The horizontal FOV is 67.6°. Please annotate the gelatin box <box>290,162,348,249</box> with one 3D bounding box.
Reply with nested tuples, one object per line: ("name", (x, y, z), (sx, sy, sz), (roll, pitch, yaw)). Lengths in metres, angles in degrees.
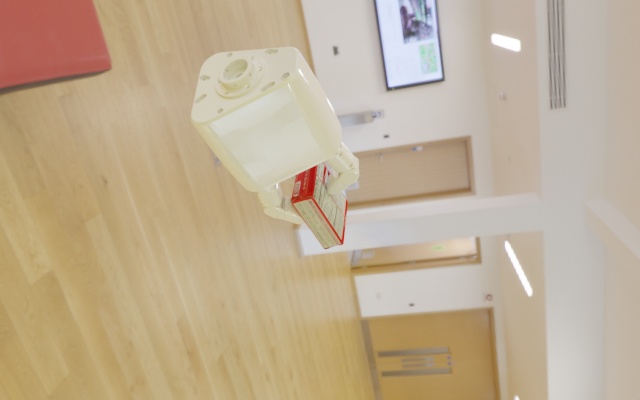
("gelatin box", (0.001, 0.002, 0.568), (0.030, 0.073, 0.089), (-16, -49, 23))
